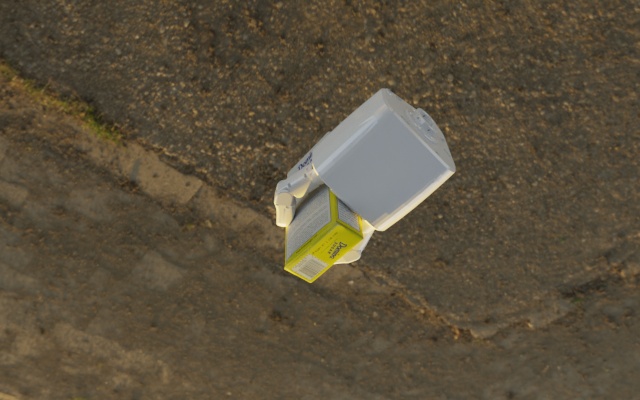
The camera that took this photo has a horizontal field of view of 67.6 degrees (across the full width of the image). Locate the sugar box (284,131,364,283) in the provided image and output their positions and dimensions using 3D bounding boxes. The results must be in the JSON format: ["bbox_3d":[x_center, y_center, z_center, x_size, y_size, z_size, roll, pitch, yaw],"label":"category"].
[{"bbox_3d":[0.001,0.002,0.577,0.048,0.176,0.093,33,-58,-24],"label":"sugar box"}]
